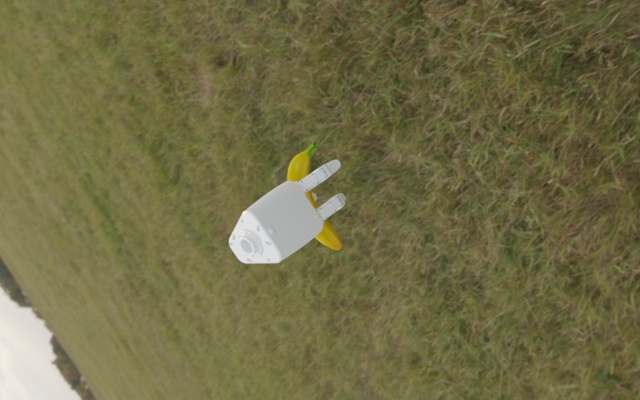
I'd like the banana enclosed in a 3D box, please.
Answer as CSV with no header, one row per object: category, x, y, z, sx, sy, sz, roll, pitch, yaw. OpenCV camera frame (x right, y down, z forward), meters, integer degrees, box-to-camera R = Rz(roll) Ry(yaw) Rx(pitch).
banana,-0.017,0.001,0.840,0.069,0.198,0.037,-6,19,30
